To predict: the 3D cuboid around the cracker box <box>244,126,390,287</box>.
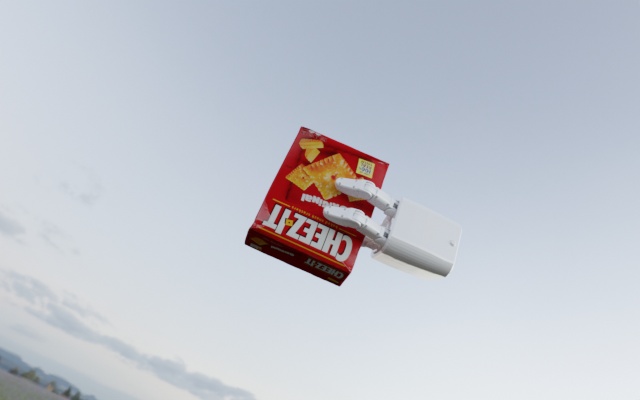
[{"bbox_3d":[0.000,0.002,0.758,0.164,0.213,0.072,24,-32,-1],"label":"cracker box"}]
